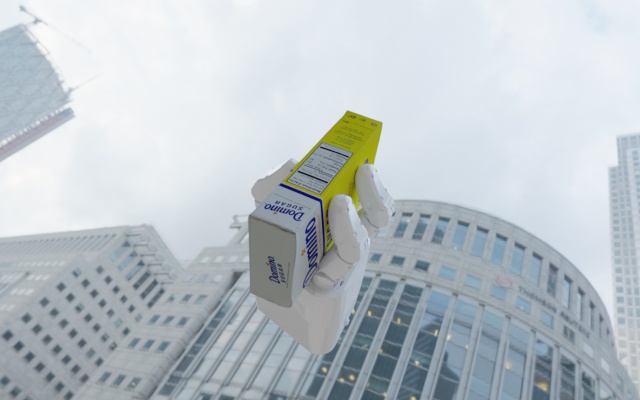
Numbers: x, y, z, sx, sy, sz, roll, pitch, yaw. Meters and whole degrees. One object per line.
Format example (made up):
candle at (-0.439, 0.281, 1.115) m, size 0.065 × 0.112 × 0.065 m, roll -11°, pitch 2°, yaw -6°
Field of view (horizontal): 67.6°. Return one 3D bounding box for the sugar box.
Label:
sugar box at (0.001, 0.002, 0.424) m, size 0.048 × 0.093 × 0.176 m, roll 20°, pitch 44°, yaw 15°
